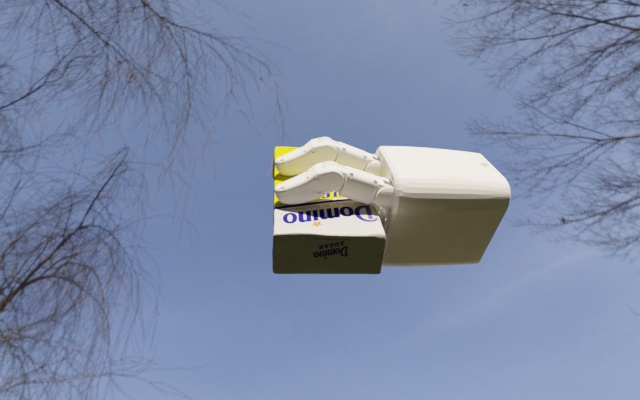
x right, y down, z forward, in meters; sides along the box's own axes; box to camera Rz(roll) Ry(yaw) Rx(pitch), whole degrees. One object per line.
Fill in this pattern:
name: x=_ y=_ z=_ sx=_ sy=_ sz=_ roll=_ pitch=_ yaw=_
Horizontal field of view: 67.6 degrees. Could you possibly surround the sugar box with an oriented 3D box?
sugar box: x=0.000 y=0.001 z=0.459 sx=0.093 sy=0.048 sz=0.176 roll=1 pitch=27 yaw=-7
